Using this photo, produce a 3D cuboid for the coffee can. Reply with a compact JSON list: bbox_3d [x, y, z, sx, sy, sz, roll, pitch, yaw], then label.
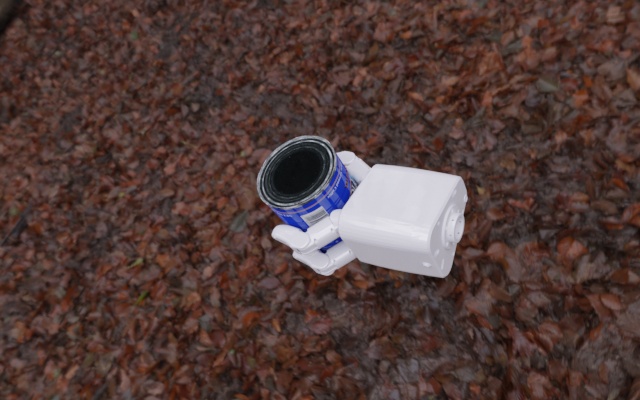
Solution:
[{"bbox_3d":[0.000,0.002,0.598,0.103,0.102,0.140,0,-31,29],"label":"coffee can"}]
